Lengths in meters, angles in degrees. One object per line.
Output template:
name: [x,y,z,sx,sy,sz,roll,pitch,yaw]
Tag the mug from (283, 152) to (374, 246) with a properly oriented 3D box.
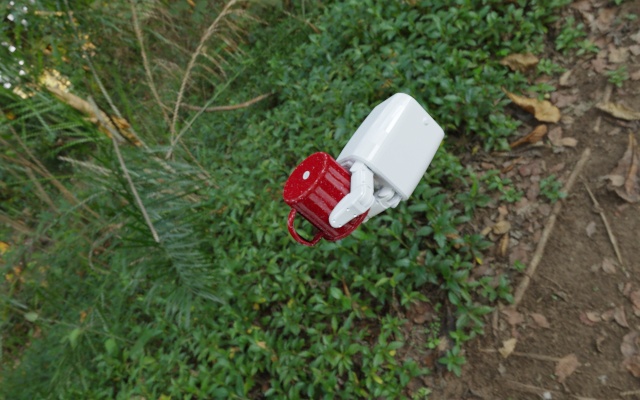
mug: [-0.001,0.003,0.608,0.081,0.117,0.093,40,-12,-27]
